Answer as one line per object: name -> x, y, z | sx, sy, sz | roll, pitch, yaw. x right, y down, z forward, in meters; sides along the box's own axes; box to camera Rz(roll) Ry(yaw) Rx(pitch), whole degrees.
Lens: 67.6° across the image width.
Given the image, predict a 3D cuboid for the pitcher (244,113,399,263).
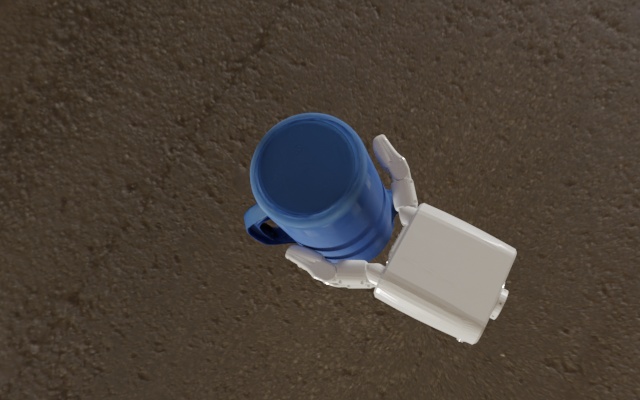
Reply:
pitcher -> 0.000, 0.002, 0.528 | 0.145, 0.149, 0.243 | 29, -6, 16
